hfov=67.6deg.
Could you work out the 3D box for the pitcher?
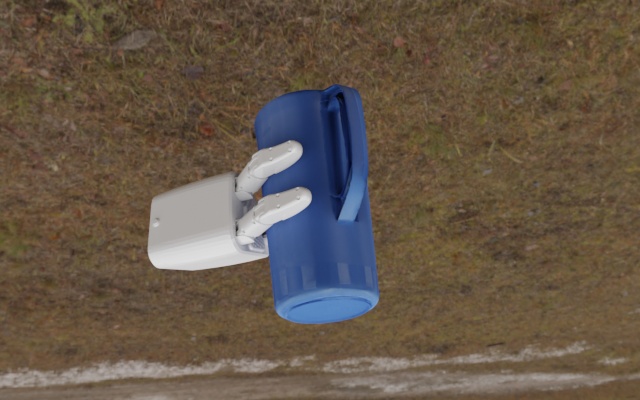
[{"bbox_3d":[0.000,0.002,0.531,0.145,0.242,0.149,-14,-28,13],"label":"pitcher"}]
